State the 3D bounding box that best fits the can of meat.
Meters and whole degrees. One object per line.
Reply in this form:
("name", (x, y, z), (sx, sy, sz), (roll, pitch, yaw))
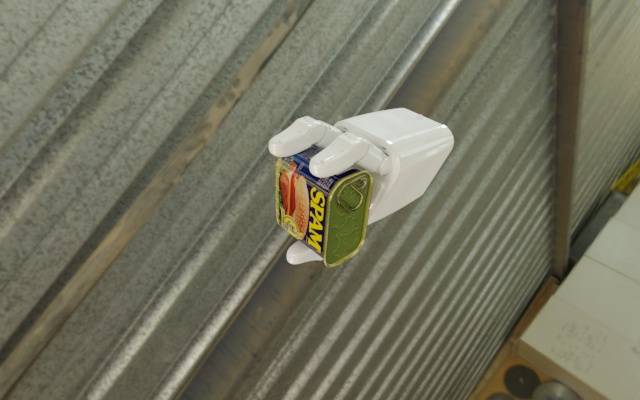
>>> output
("can of meat", (0.000, 0.002, 0.480), (0.057, 0.102, 0.084), (-24, 43, -36))
